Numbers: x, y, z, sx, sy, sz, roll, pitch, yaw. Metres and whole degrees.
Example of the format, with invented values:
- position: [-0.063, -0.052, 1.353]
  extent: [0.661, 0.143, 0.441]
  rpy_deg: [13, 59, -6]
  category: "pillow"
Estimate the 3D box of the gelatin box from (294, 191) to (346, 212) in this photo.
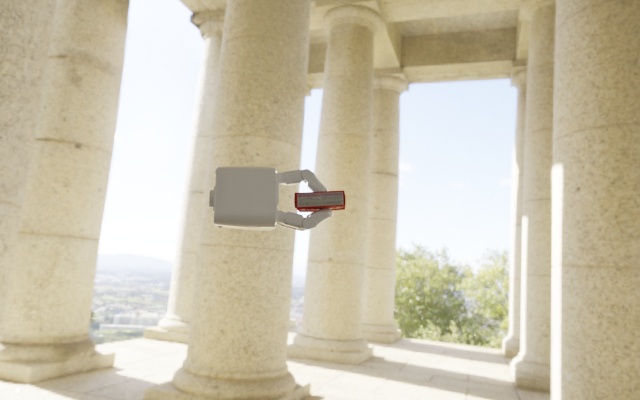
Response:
- position: [0.000, 0.002, 0.855]
  extent: [0.089, 0.030, 0.073]
  rpy_deg: [-4, -7, 2]
  category: "gelatin box"
